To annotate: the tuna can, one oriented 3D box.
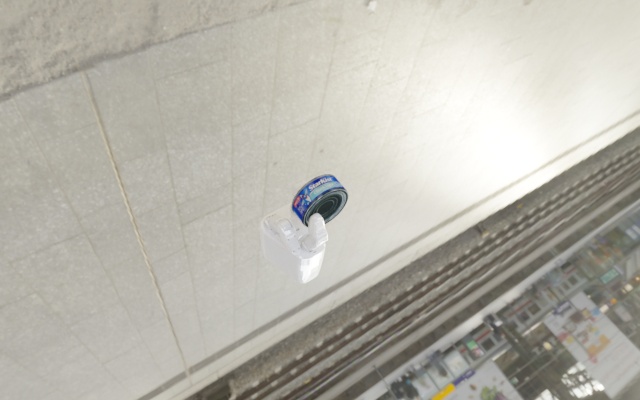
[{"bbox_3d":[0.000,0.003,0.732,0.086,0.086,0.033,0,43,-49],"label":"tuna can"}]
